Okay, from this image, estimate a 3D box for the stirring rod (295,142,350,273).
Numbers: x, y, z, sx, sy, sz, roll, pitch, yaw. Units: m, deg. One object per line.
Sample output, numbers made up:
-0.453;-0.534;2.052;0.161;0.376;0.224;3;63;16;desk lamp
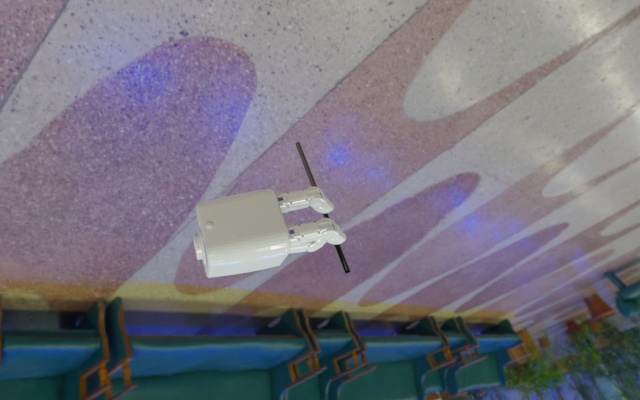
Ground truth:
0.000;0.002;0.717;0.011;0.239;0.011;-15;-32;-10;stirring rod
